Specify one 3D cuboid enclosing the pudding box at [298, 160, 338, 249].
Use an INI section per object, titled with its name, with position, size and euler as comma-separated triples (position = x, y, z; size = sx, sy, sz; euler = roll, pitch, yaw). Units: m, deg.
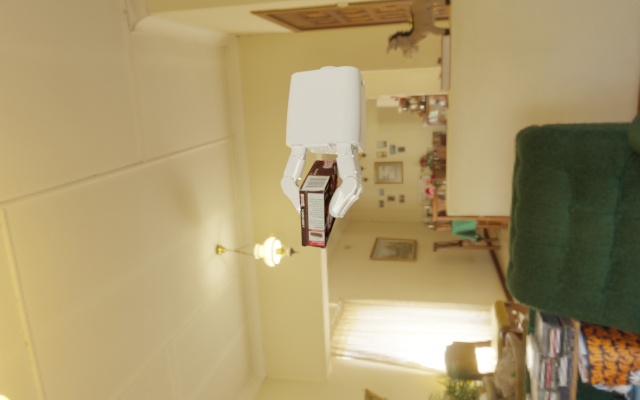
[pudding box]
position = 0.000, 0.002, 0.684
size = 0.039, 0.090, 0.113
euler = 4, 26, 13
